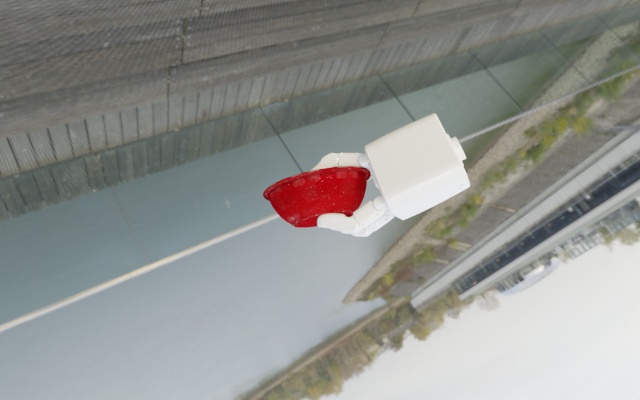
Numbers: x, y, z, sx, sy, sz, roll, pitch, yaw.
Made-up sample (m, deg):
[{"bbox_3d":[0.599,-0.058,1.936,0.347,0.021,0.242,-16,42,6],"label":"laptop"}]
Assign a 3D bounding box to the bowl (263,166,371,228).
[{"bbox_3d":[-0.001,0.003,0.696,0.162,0.055,0.162,-11,-12,-2],"label":"bowl"}]
